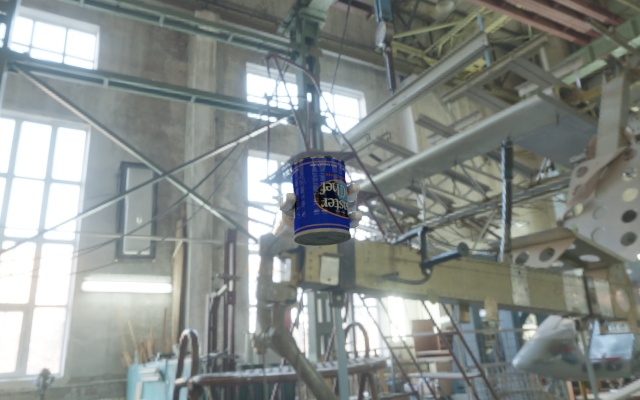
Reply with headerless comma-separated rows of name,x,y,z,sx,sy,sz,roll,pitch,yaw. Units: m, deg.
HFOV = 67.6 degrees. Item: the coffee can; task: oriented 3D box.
coffee can,0.000,0.003,0.869,0.103,0.140,0.103,-3,-18,-1
